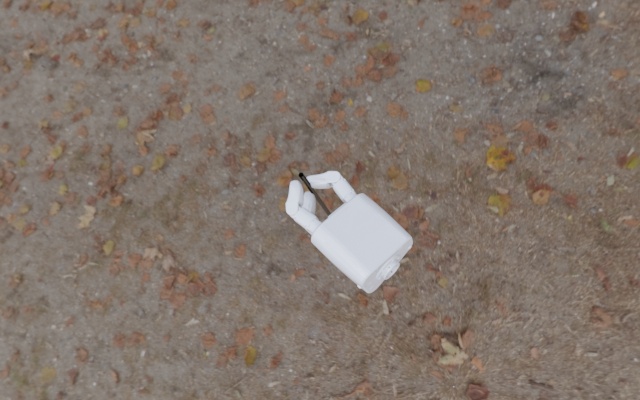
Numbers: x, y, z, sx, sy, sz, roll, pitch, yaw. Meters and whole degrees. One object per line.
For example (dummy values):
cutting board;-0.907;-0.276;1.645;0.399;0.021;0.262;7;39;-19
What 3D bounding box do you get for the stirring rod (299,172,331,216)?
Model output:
stirring rod;0.000;0.003;0.838;0.011;0.011;0.240;0;-20;15
